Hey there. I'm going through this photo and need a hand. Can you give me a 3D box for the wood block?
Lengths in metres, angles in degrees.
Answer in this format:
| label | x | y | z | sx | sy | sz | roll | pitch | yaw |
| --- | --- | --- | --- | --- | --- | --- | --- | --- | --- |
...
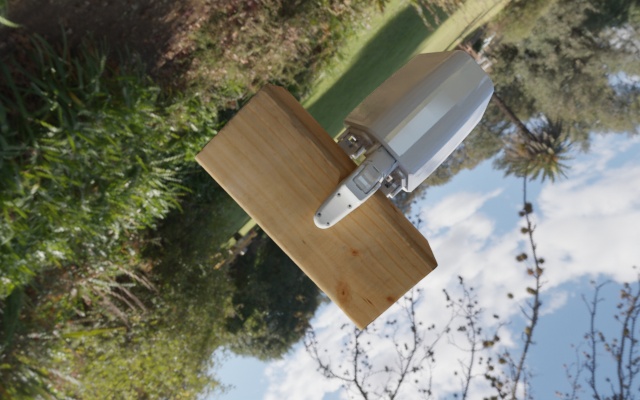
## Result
| label | x | y | z | sx | sy | sz | roll | pitch | yaw |
| --- | --- | --- | --- | --- | --- | --- | --- | --- | --- |
| wood block | 0.000 | 0.001 | 0.438 | 0.090 | 0.206 | 0.091 | -43 | 3 | 12 |
